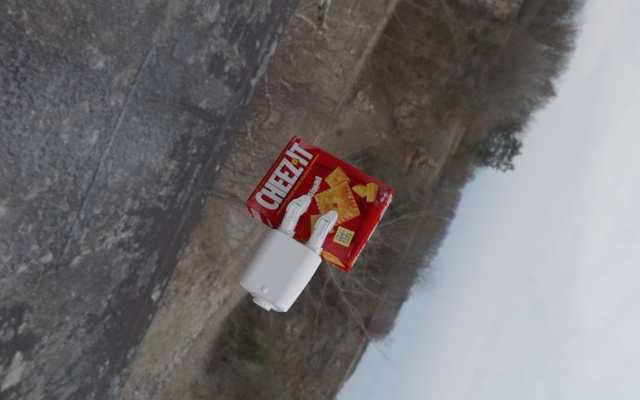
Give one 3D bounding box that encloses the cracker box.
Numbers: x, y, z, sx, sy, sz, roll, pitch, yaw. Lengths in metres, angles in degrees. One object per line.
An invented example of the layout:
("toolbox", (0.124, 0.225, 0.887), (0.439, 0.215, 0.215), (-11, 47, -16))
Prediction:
("cracker box", (0.000, 0.003, 0.858), (0.213, 0.164, 0.072), (30, -19, 11))
